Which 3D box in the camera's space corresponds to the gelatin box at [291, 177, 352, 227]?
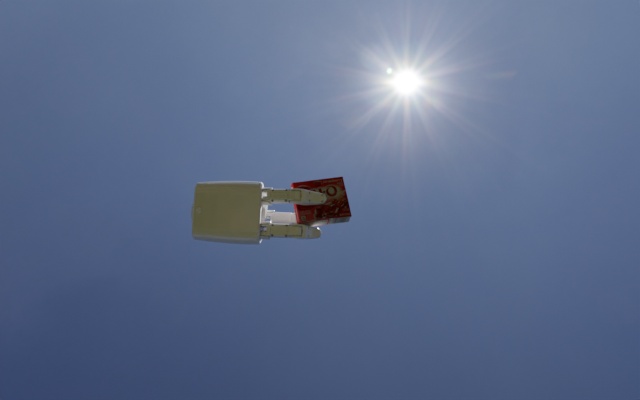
[{"bbox_3d":[0.000,0.003,0.787,0.089,0.073,0.030,-7,-23,-11],"label":"gelatin box"}]
